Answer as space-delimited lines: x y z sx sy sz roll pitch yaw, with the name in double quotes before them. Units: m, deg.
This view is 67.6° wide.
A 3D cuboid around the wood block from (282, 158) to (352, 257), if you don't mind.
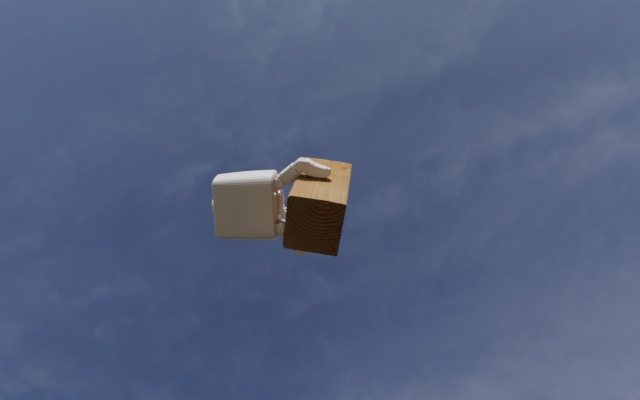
"wood block" 0.000 0.002 0.814 0.090 0.091 0.206 9 22 3
